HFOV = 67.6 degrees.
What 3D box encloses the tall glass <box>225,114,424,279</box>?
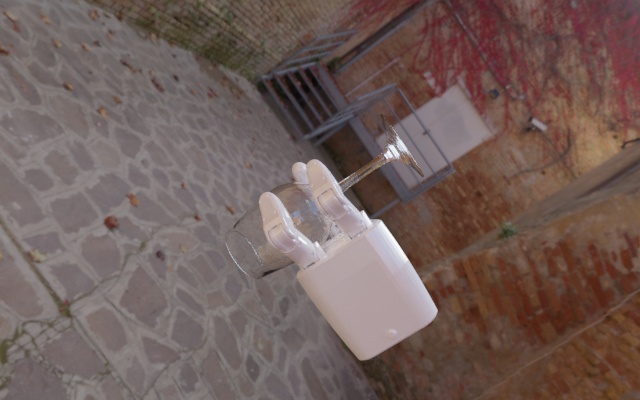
[{"bbox_3d":[0.001,0.001,0.484,0.201,0.079,0.079,-34,-8,11],"label":"tall glass"}]
